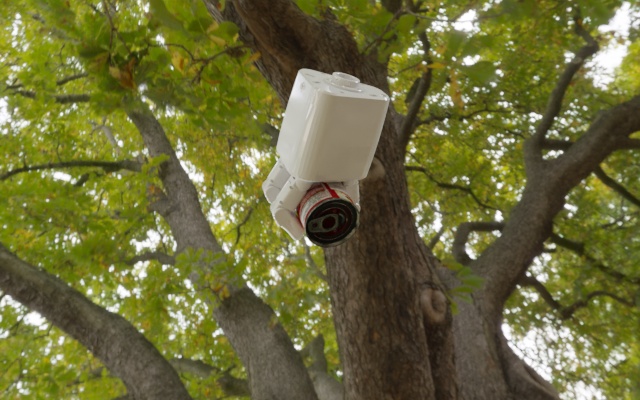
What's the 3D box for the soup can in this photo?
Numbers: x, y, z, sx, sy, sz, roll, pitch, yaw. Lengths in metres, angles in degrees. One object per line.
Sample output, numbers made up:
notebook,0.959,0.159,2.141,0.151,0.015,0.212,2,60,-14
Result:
soup can,0.000,0.002,0.597,0.068,0.068,0.102,0,30,-20
